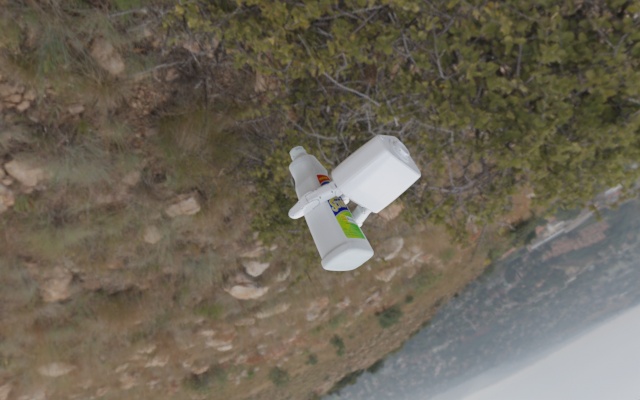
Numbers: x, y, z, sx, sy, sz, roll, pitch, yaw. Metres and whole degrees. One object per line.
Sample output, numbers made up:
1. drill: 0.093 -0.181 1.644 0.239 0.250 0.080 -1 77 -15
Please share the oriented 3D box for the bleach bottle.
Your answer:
1. bleach bottle: 0.000 0.003 0.857 0.068 0.250 0.102 -40 -29 24
